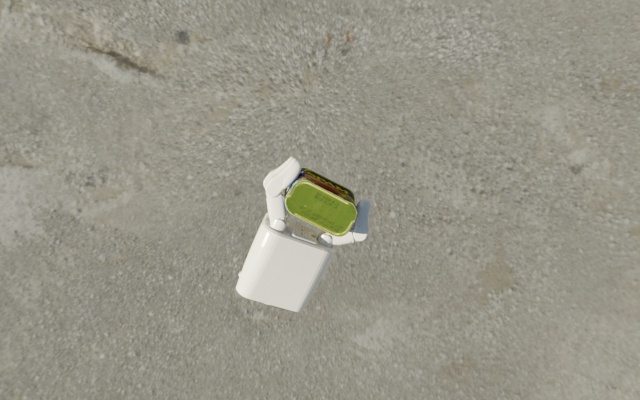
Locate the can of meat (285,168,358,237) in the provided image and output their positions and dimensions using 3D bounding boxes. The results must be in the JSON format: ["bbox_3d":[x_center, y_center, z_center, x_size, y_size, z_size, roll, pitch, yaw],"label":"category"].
[{"bbox_3d":[0.000,0.002,0.665,0.102,0.057,0.084,27,11,-7],"label":"can of meat"}]
